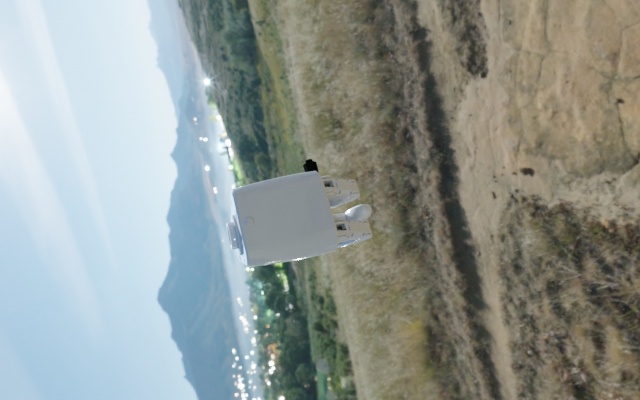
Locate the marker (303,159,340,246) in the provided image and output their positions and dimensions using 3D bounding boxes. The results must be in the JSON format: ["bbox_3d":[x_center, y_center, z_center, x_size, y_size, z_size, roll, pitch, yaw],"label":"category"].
[{"bbox_3d":[0.000,0.002,0.618,0.020,0.121,0.020,-15,-16,-4],"label":"marker"}]
